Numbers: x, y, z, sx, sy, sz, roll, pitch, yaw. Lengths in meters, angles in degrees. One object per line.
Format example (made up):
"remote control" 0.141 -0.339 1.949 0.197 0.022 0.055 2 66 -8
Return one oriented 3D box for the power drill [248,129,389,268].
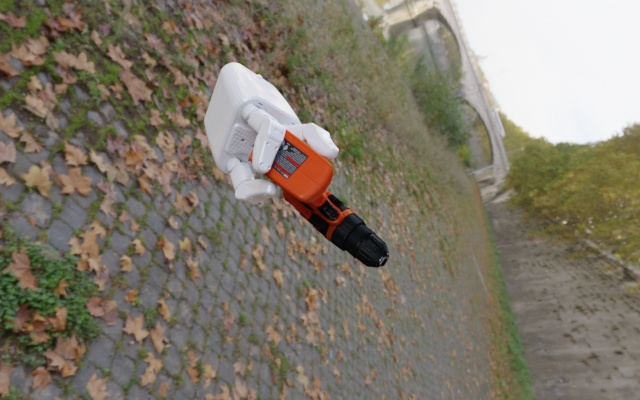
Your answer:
"power drill" 0.000 0.002 0.595 0.184 0.057 0.188 37 -10 28
